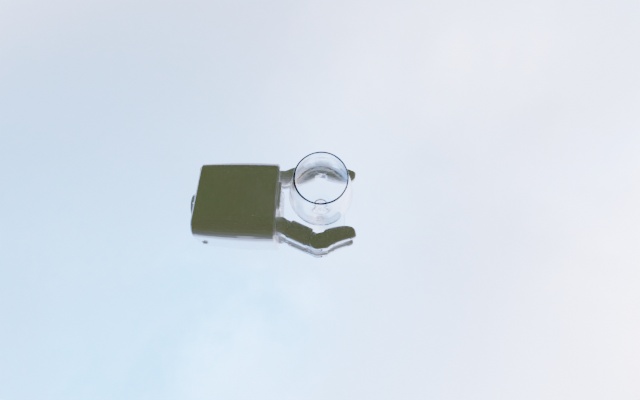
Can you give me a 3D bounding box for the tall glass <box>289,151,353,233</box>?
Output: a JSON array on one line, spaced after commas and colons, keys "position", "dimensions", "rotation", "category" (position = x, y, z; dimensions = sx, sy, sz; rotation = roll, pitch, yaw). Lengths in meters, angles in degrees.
[{"position": [0.000, 0.002, 0.618], "dimensions": [0.079, 0.079, 0.201], "rotation": [0, -16, -1], "category": "tall glass"}]
